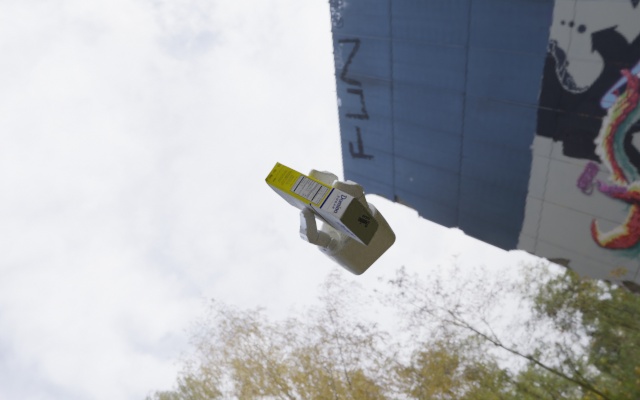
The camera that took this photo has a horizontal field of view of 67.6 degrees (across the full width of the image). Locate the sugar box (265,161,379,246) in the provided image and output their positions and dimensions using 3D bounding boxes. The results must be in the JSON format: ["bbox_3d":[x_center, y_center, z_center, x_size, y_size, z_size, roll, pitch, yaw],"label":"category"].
[{"bbox_3d":[0.000,0.002,0.739,0.176,0.048,0.093,24,-13,40],"label":"sugar box"}]
